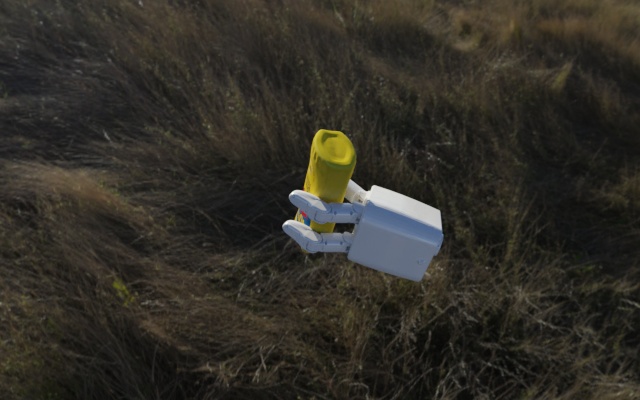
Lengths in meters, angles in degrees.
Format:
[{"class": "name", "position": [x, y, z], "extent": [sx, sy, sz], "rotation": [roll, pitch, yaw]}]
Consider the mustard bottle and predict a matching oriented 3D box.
[{"class": "mustard bottle", "position": [0.000, 0.002, 0.684], "extent": [0.058, 0.192, 0.096], "rotation": [4, 38, -14]}]
